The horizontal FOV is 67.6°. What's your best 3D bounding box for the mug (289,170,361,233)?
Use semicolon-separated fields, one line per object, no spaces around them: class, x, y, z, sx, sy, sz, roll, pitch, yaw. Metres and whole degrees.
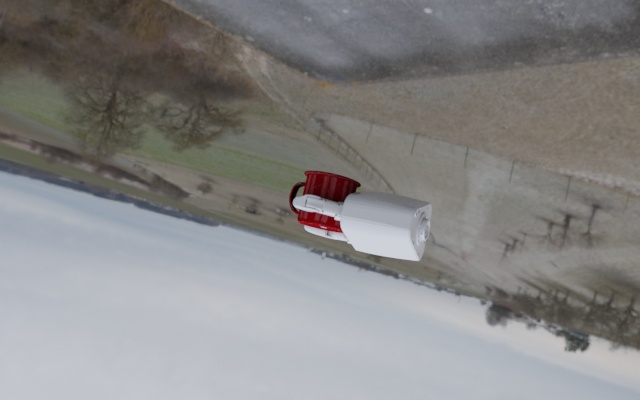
mug;-0.001;0.002;0.764;0.117;0.081;0.093;9;-8;27
